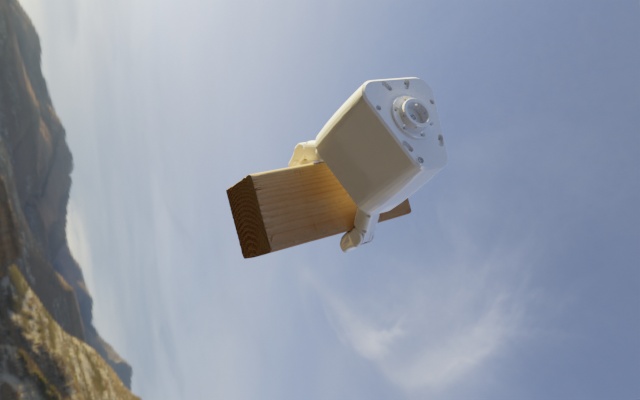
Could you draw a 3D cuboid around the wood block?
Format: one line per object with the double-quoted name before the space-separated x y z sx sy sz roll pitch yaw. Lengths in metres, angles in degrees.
"wood block" 0.000 0.002 0.603 0.206 0.091 0.090 -13 -5 -31
